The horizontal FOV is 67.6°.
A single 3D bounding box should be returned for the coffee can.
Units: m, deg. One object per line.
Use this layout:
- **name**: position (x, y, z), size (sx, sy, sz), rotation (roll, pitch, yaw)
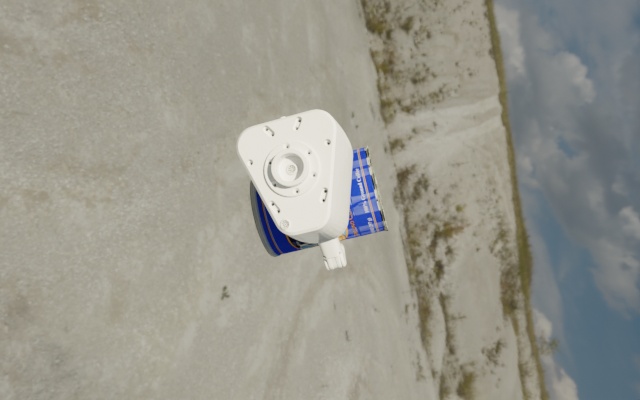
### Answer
- **coffee can**: position (0.000, 0.002, 0.567), size (0.140, 0.103, 0.103), rotation (-14, -2, 8)
